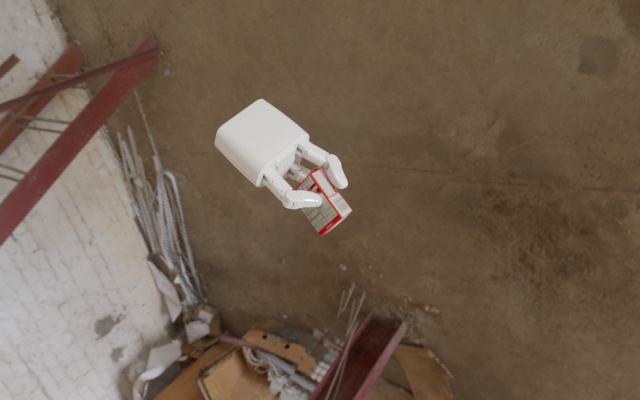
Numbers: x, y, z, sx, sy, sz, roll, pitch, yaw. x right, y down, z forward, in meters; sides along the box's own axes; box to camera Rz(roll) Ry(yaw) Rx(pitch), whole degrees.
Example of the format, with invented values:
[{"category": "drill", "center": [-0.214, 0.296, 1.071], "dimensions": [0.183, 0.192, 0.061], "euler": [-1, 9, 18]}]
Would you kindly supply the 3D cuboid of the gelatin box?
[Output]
[{"category": "gelatin box", "center": [0.000, 0.003, 0.766], "dimensions": [0.030, 0.089, 0.073], "euler": [-30, -10, -40]}]
